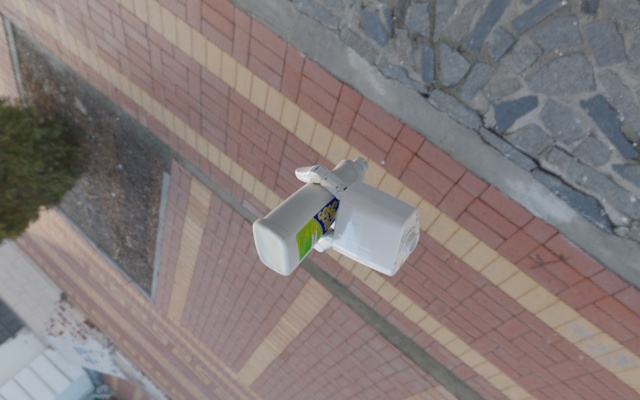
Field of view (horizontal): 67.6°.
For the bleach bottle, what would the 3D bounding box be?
[{"bbox_3d":[0.000,0.003,0.768,0.068,0.103,0.250,26,51,26],"label":"bleach bottle"}]
